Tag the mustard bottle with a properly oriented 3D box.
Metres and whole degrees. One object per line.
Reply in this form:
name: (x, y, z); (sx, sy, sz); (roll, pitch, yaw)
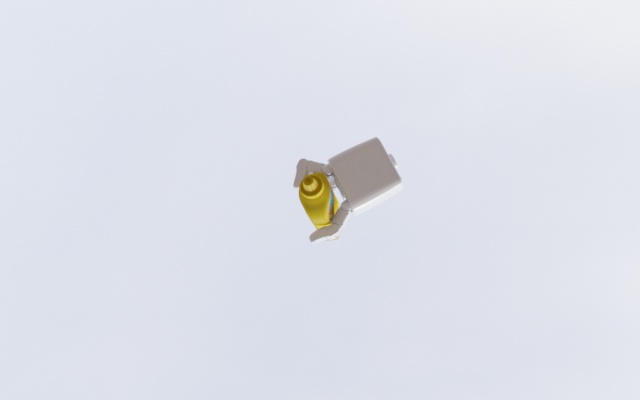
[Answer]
mustard bottle: (0.000, 0.003, 0.885); (0.058, 0.096, 0.192); (-5, -23, 11)
